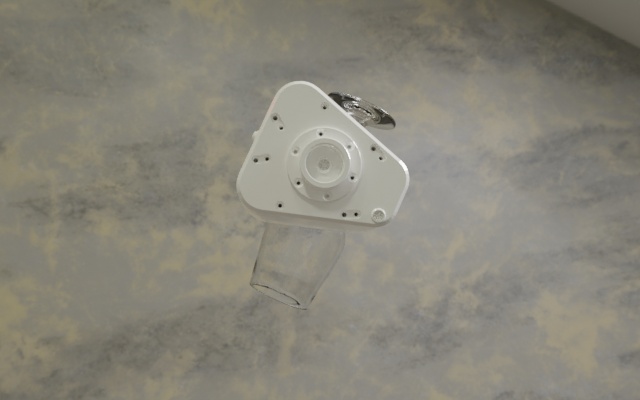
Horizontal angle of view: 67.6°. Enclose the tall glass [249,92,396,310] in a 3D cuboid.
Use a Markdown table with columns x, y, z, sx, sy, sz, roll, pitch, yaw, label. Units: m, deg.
| x | y | z | sx | sy | sz | roll | pitch | yaw | label |
| --- | --- | --- | --- | --- | --- | --- | --- | --- | --- |
| 0.000 | 0.001 | 0.467 | 0.079 | 0.201 | 0.079 | 24 | -4 | 2 | tall glass |
